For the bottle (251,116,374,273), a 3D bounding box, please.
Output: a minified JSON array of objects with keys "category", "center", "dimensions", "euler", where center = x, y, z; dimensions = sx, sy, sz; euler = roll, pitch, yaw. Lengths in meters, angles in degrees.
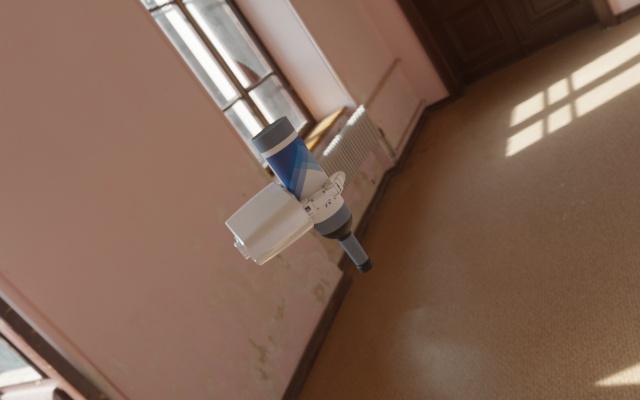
[{"category":"bottle","center":[0.000,0.002,0.784],"dimensions":[0.069,0.296,0.069],"euler":[-31,18,11]}]
